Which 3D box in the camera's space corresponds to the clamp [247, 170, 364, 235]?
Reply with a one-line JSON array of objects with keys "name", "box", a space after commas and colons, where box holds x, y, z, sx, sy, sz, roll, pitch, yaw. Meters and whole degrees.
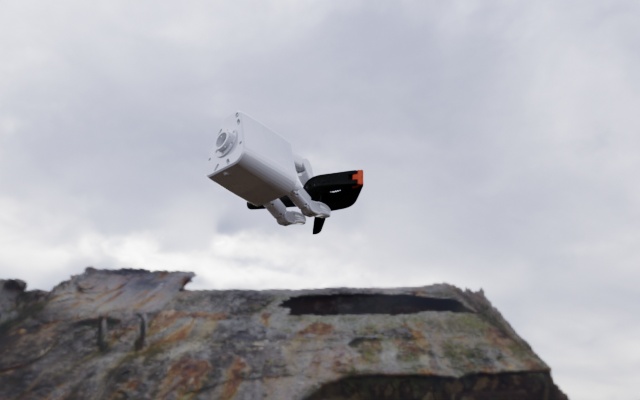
[{"name": "clamp", "box": [0.000, 0.002, 0.817, 0.210, 0.036, 0.165, -22, -36, 36]}]
